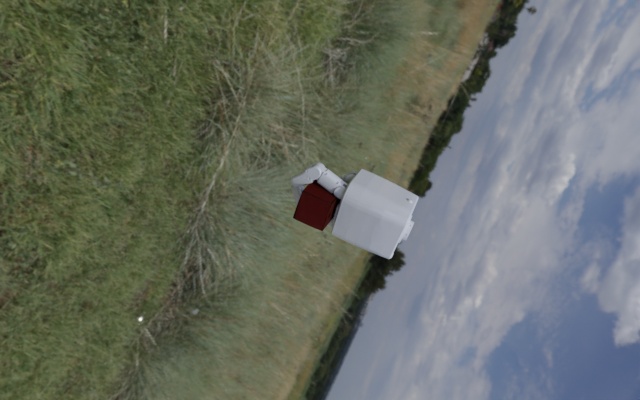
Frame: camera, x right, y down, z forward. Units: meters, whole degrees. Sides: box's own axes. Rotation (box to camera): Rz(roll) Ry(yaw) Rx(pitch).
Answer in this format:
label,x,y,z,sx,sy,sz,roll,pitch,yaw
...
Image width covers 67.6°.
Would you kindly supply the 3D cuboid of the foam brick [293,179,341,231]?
label,x,y,z,sx,sy,sz,roll,pitch,yaw
foam brick,0.000,0.003,0.754,0.051,0.053,0.078,25,30,10
